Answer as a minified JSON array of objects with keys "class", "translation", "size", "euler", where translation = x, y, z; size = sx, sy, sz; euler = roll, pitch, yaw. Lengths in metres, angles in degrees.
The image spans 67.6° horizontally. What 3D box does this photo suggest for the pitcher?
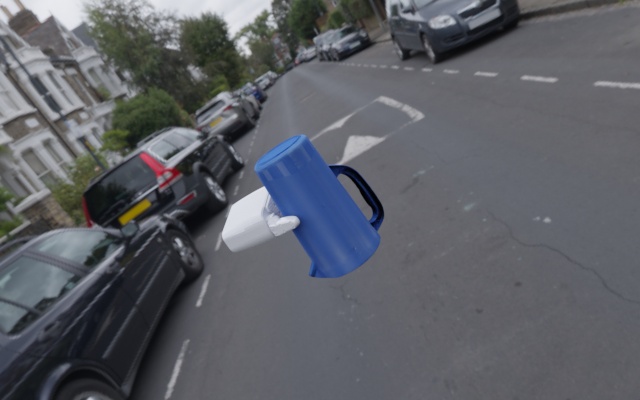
[{"class":"pitcher","translation":[0.000,0.003,0.852],"size":[0.145,0.243,0.149],"euler":[-25,19,28]}]
